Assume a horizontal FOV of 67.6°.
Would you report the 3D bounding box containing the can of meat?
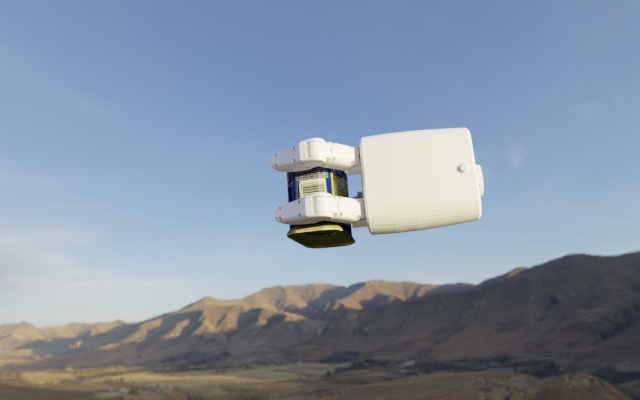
[{"bbox_3d":[0.000,0.001,0.512,0.057,0.084,0.102,-7,-15,13],"label":"can of meat"}]
